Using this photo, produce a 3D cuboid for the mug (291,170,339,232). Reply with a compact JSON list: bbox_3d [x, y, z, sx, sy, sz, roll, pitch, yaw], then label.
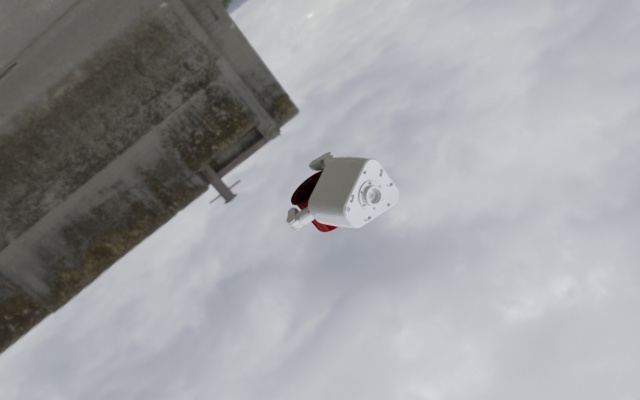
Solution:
[{"bbox_3d":[-0.001,0.003,0.888,0.093,0.081,0.117,-47,24,-19],"label":"mug"}]
